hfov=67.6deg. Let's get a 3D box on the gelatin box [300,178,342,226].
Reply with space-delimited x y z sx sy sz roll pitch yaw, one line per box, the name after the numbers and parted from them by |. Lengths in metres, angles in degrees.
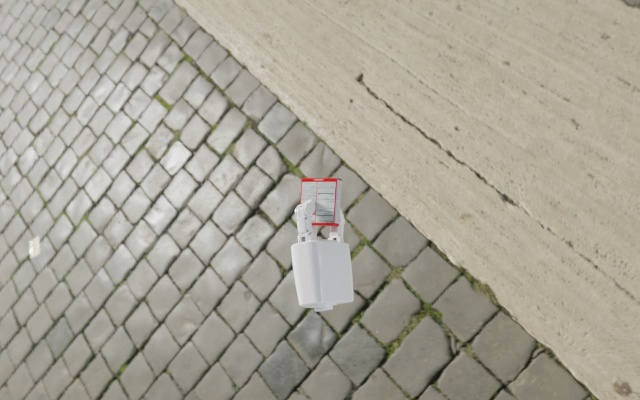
0.000 0.003 0.889 0.073 0.089 0.030 1 -6 25 | gelatin box
